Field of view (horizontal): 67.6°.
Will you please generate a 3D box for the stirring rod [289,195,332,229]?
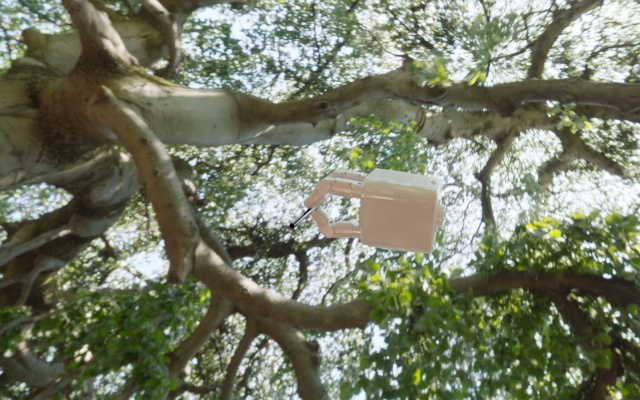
[{"bbox_3d":[0.000,0.003,0.756,0.011,0.011,0.239,0,15,20],"label":"stirring rod"}]
